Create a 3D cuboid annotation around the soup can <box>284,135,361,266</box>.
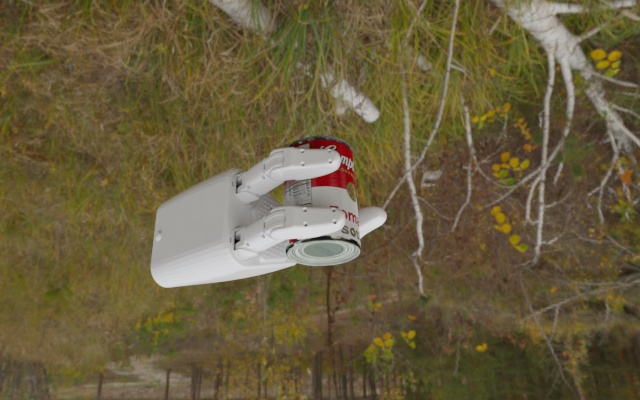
[{"bbox_3d":[0.001,0.002,0.438,0.068,0.102,0.068,-2,-26,-1],"label":"soup can"}]
